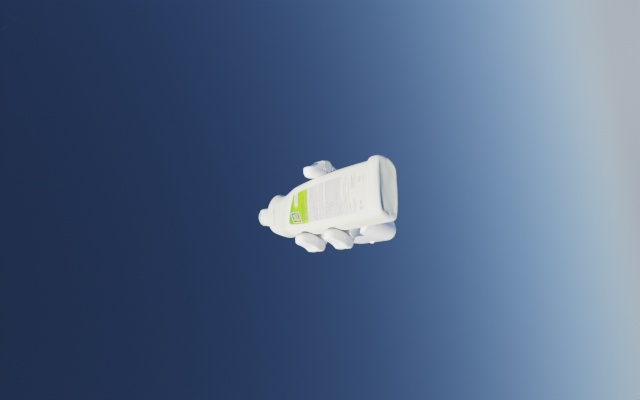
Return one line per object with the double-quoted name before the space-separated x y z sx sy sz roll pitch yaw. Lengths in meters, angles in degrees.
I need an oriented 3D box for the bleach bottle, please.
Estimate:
"bleach bottle" 0.000 0.003 0.776 0.251 0.102 0.068 -11 -19 36
